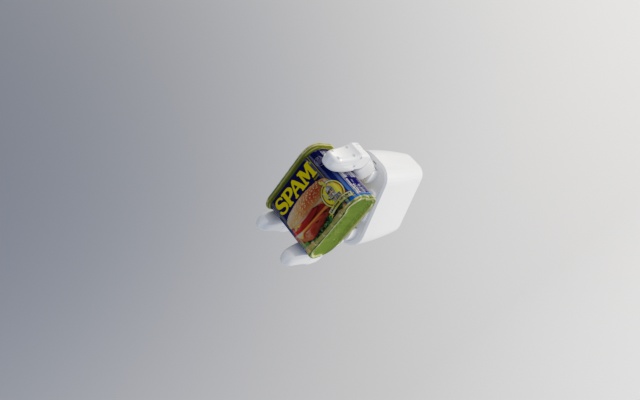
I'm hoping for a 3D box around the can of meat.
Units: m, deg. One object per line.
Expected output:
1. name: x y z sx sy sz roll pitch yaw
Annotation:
1. can of meat: 0.000 0.002 0.531 0.057 0.084 0.102 -4 -41 -55
